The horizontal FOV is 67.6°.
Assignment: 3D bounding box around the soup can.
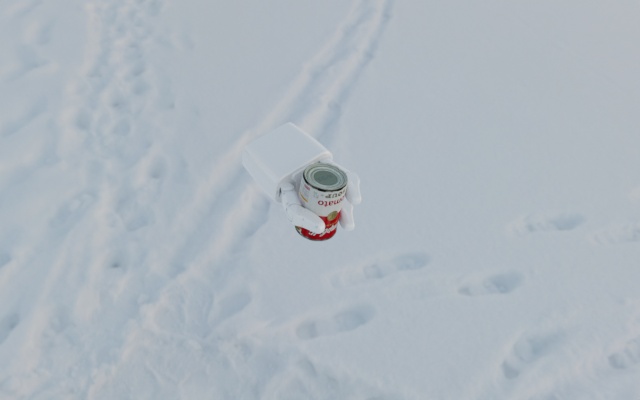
[{"bbox_3d":[0.000,0.002,0.721,0.068,0.102,0.068,7,40,-6],"label":"soup can"}]
